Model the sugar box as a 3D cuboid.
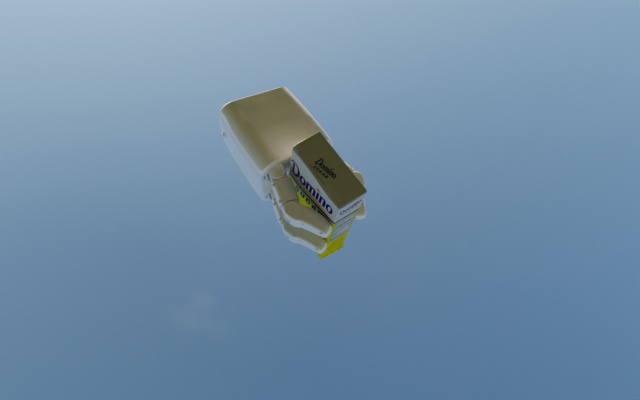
[{"bbox_3d":[0.000,0.002,0.594,0.048,0.093,0.176,-32,-18,-16],"label":"sugar box"}]
